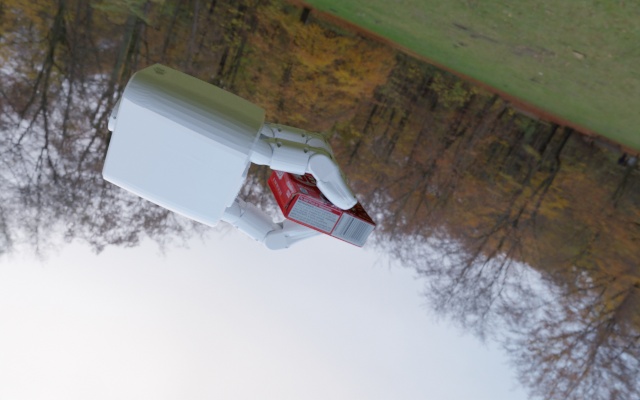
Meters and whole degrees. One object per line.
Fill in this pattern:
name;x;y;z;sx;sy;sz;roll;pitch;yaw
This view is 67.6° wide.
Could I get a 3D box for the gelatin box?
gelatin box;0.000;0.002;0.449;0.089;0.030;0.073;23;18;-27
